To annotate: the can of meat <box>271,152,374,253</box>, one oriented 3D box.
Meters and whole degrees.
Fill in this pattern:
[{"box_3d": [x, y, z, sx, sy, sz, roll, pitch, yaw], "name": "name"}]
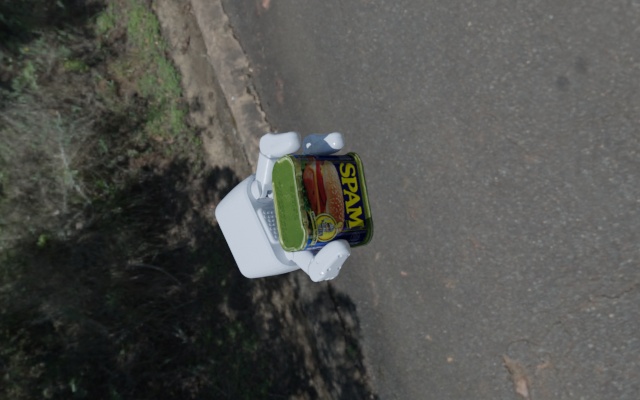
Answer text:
[{"box_3d": [0.000, 0.002, 0.495, 0.084, 0.102, 0.057, -3, -10, -33], "name": "can of meat"}]
